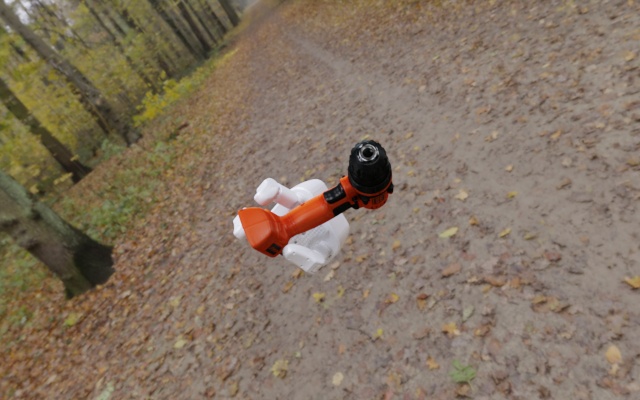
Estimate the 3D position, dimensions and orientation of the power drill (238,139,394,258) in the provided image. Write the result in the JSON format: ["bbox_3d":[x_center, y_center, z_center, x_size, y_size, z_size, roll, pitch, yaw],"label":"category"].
[{"bbox_3d":[0.000,0.002,0.579,0.187,0.057,0.184,-24,-17,2],"label":"power drill"}]
